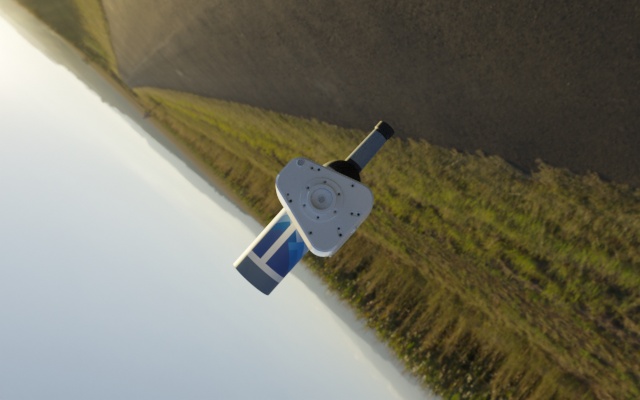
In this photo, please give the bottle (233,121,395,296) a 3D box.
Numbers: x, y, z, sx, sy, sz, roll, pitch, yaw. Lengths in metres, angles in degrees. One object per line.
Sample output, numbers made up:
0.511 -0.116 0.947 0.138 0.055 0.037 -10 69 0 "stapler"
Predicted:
0.000 0.002 0.682 0.069 0.295 0.069 41 -5 5 "bottle"
